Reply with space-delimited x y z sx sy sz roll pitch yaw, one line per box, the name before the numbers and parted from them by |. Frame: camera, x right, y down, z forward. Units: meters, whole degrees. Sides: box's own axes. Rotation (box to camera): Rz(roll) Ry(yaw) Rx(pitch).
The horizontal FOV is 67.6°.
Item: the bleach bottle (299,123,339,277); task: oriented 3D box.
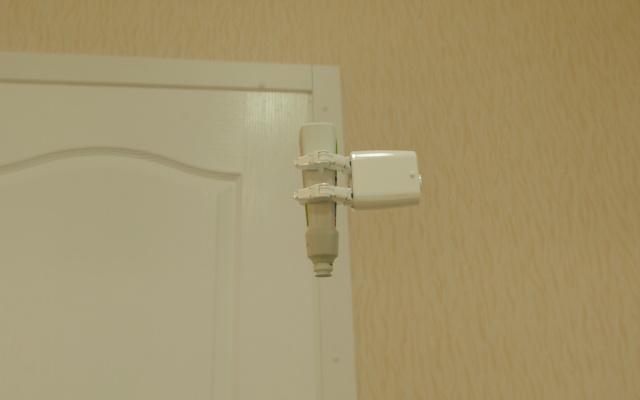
bleach bottle | 0.000 0.003 0.797 0.068 0.250 0.103 -2 -18 0
